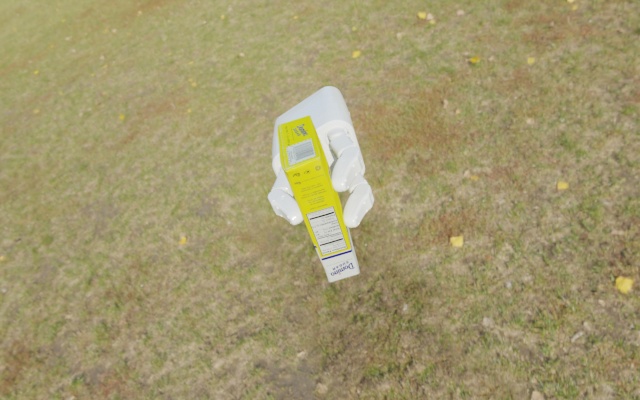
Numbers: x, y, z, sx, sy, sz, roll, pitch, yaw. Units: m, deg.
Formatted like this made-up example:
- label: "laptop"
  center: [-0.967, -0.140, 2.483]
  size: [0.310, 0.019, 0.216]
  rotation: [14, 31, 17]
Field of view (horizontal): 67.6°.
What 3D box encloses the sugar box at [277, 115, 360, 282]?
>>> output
- label: "sugar box"
  center: [0.001, 0.001, 0.551]
  size: [0.048, 0.176, 0.093]
  rotation: [-19, 38, 6]
